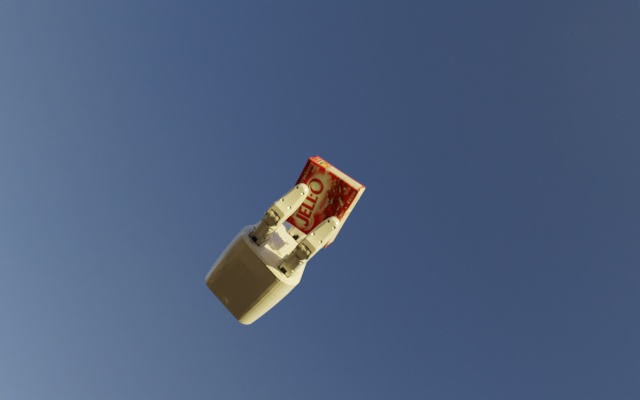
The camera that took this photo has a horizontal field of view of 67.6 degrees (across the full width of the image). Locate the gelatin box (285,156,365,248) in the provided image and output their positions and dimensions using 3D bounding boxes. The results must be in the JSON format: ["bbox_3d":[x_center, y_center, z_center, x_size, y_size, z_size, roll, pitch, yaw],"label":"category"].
[{"bbox_3d":[0.000,0.002,0.586,0.073,0.089,0.030,34,22,11],"label":"gelatin box"}]
